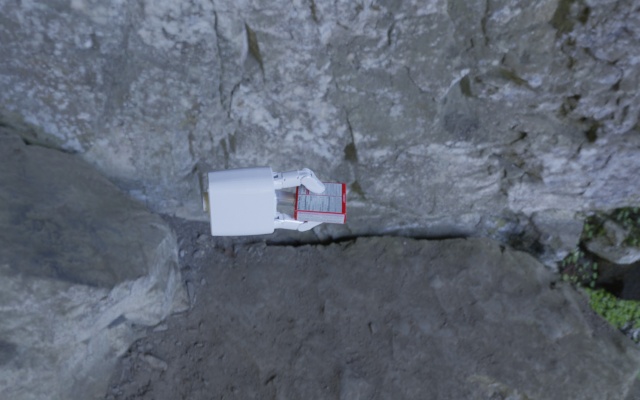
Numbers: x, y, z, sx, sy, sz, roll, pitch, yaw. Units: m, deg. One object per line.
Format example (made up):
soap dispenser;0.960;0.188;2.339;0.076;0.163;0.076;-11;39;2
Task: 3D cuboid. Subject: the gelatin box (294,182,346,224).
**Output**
gelatin box;0.000;0.002;0.833;0.089;0.073;0.030;3;-43;-1
